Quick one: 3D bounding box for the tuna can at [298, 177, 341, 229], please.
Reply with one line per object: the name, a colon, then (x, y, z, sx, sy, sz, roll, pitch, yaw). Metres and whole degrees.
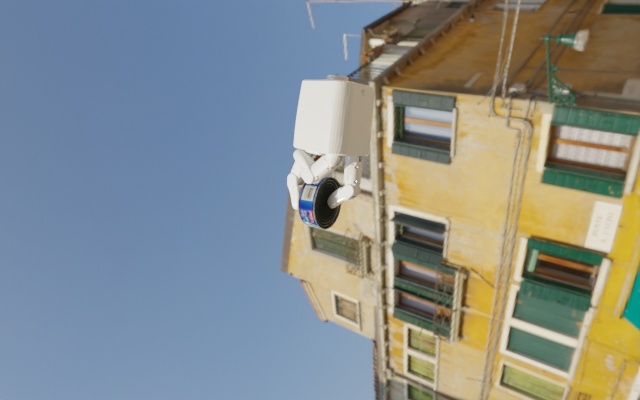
tuna can: (0.000, 0.003, 0.785, 0.034, 0.086, 0.086, 9, 5, 31)
